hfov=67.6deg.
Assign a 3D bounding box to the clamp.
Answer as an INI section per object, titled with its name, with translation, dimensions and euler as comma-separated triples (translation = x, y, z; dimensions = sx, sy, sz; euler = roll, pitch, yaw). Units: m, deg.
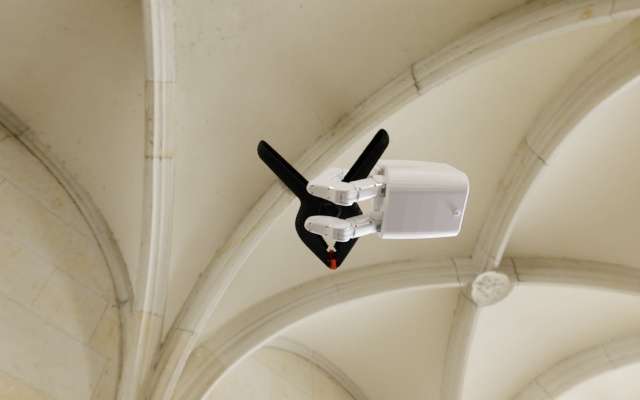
[clamp]
translation = 0.000, 0.002, 0.638
dimensions = 0.164, 0.210, 0.036
euler = 1, 31, -3
